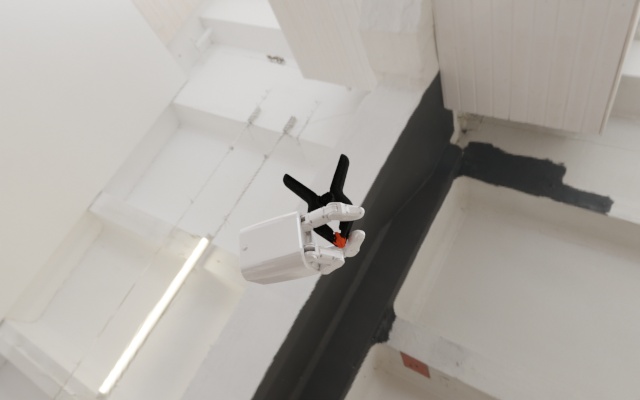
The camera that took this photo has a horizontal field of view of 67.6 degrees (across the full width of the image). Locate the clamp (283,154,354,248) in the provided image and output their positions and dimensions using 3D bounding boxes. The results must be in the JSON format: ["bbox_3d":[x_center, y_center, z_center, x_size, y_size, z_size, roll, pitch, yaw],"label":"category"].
[{"bbox_3d":[0.000,0.003,0.799,0.120,0.171,0.039,-15,-35,11],"label":"clamp"}]
